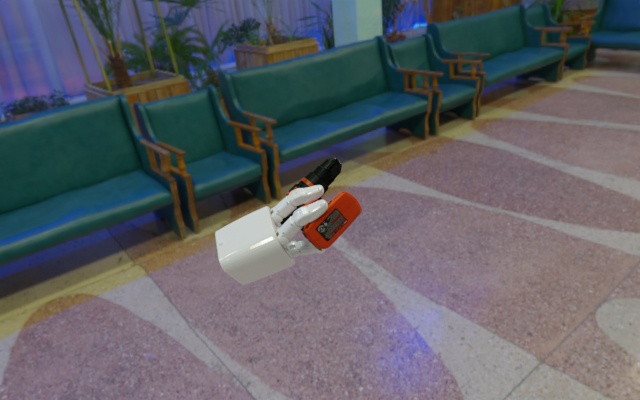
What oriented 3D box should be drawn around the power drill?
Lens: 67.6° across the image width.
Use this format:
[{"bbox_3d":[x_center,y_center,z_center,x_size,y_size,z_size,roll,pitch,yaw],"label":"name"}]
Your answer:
[{"bbox_3d":[0.000,0.003,0.878,0.057,0.184,0.187,45,-6,-25],"label":"power drill"}]
